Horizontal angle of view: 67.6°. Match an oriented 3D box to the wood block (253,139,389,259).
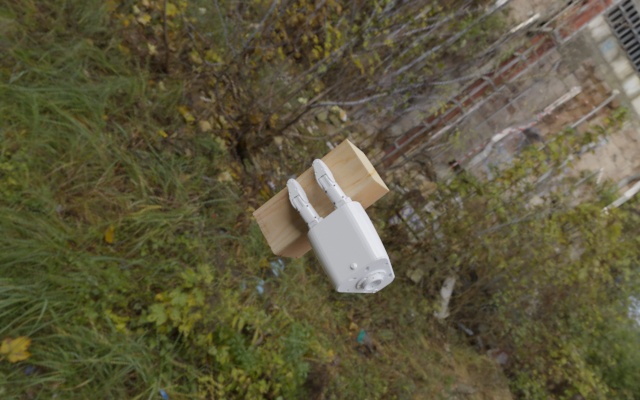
[{"bbox_3d":[0.001,0.003,0.817,0.206,0.090,0.091,-37,-23,13],"label":"wood block"}]
